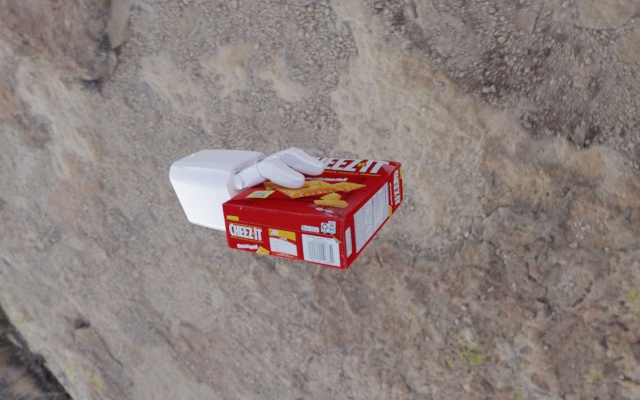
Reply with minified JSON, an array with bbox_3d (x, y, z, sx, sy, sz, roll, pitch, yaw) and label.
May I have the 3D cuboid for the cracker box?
[{"bbox_3d":[0.000,0.002,0.636,0.164,0.072,0.213,7,24,25],"label":"cracker box"}]
